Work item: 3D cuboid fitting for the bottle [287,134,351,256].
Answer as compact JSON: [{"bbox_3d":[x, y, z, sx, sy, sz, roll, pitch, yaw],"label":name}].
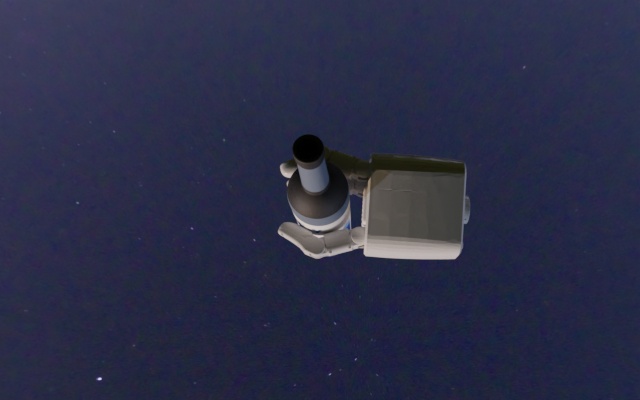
[{"bbox_3d":[0.000,0.002,0.543,0.069,0.069,0.296,0,-18,4],"label":"bottle"}]
